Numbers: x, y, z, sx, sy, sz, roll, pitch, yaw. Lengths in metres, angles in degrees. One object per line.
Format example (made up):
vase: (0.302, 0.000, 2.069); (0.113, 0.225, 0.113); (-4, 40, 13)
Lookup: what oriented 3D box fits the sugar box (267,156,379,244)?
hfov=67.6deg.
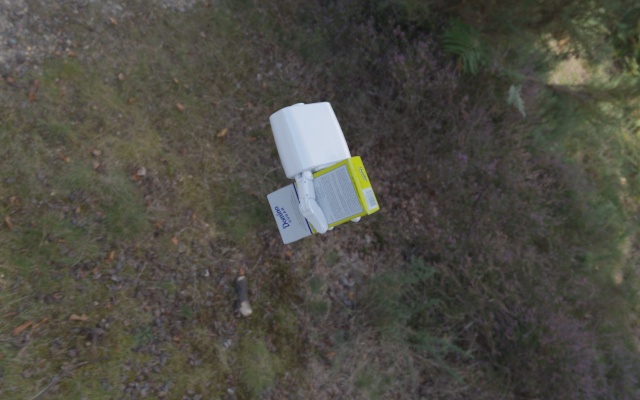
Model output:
sugar box: (0.000, 0.002, 0.785); (0.176, 0.093, 0.048); (-22, -3, 36)
